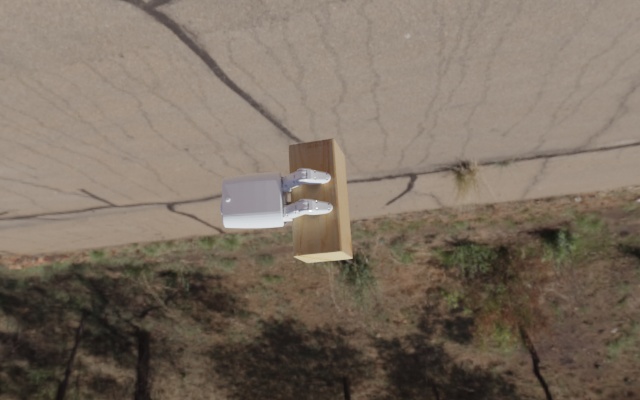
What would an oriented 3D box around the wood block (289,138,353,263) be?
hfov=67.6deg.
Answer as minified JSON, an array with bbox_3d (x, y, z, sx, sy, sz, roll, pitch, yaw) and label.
[{"bbox_3d":[0.000,0.003,0.877,0.090,0.206,0.091,-7,-16,13],"label":"wood block"}]
